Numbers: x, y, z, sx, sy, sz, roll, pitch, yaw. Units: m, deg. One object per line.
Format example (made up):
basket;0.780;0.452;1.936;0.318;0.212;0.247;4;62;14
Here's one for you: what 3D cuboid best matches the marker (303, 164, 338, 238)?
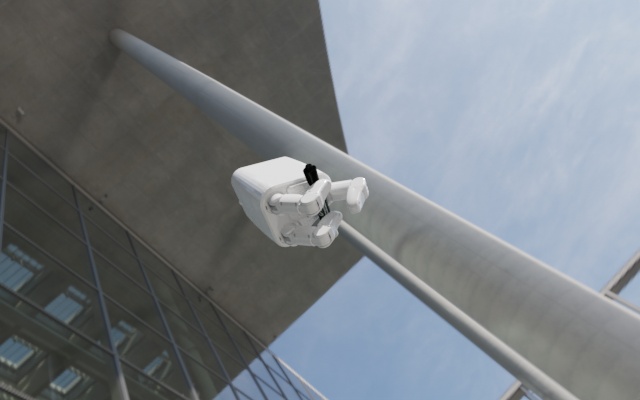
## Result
marker;0.000;0.002;0.654;0.020;0.121;0.020;-13;33;9
